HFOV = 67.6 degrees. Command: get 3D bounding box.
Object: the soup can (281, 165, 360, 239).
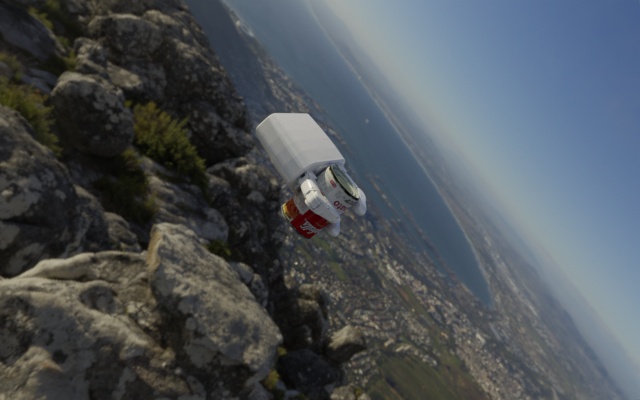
[{"bbox_3d":[0.001,0.003,0.726,0.102,0.068,0.068,-39,-13,16],"label":"soup can"}]
